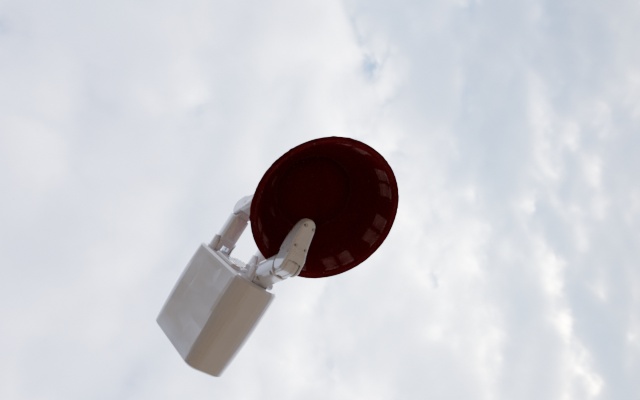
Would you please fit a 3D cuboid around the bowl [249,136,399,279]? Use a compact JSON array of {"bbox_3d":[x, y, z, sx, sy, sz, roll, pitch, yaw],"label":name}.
[{"bbox_3d":[0.001,0.001,0.515,0.162,0.162,0.055,0,24,-18],"label":"bowl"}]
